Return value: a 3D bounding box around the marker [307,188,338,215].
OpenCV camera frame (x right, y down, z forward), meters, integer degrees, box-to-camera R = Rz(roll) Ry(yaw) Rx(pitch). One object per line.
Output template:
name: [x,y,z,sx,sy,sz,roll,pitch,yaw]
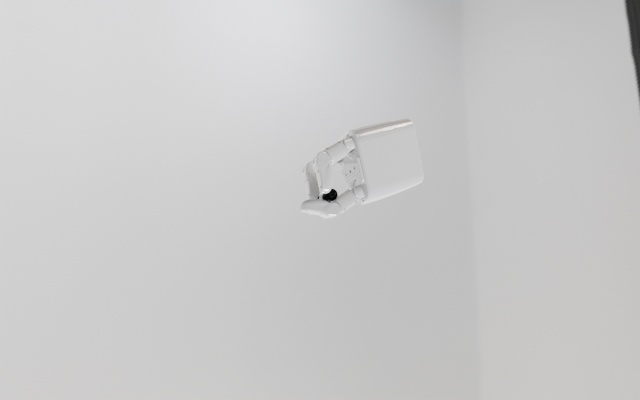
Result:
marker: [0.000,0.002,0.747,0.020,0.020,0.121,0,-12,-18]
